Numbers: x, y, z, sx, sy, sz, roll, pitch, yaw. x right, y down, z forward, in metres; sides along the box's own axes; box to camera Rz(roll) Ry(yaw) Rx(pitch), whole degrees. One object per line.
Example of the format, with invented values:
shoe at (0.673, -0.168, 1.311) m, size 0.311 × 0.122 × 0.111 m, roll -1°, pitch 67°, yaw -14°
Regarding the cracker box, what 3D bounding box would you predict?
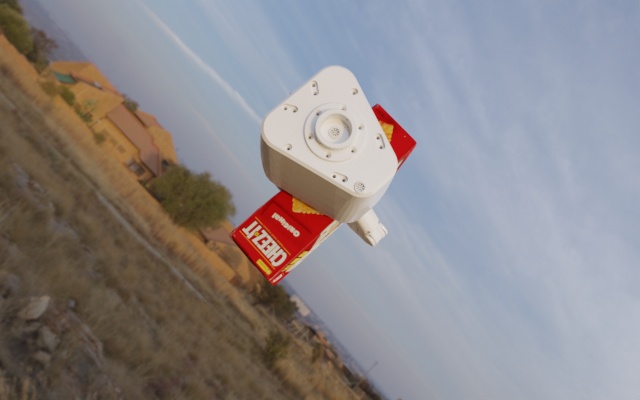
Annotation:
cracker box at (0.000, 0.002, 0.567) m, size 0.213 × 0.072 × 0.164 m, roll -41°, pitch -7°, yaw -11°
